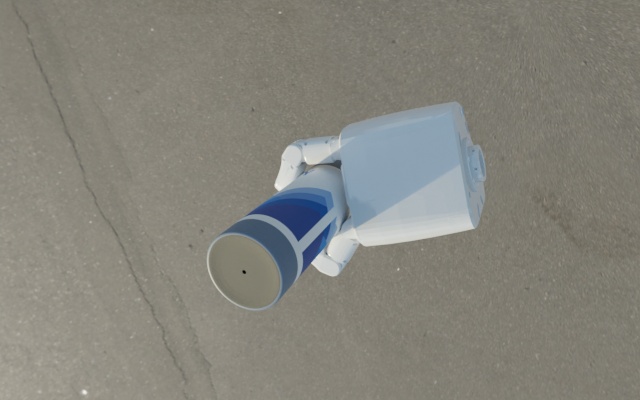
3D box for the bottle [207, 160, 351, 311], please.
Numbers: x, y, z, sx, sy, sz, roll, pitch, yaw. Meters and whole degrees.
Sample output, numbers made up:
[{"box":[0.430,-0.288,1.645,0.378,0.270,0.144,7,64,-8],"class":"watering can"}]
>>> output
[{"box":[0.000,0.002,0.479,0.069,0.069,0.295,0,21,25],"class":"bottle"}]
